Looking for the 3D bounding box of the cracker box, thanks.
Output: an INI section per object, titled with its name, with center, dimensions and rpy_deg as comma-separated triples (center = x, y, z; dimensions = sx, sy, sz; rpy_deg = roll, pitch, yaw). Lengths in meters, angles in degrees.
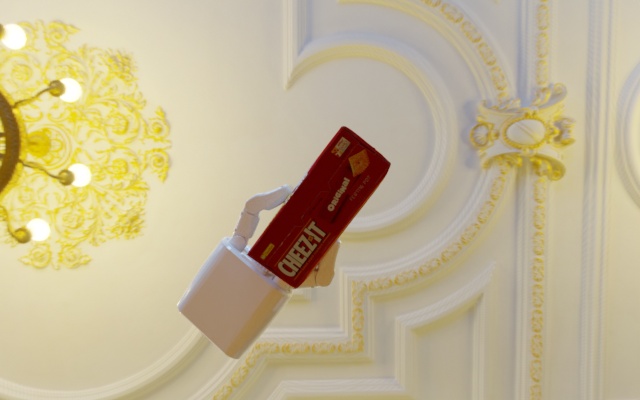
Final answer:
[cracker box]
center = 0.000, 0.002, 0.579
dimensions = 0.072, 0.164, 0.213
rpy_deg = 36, 4, -3
